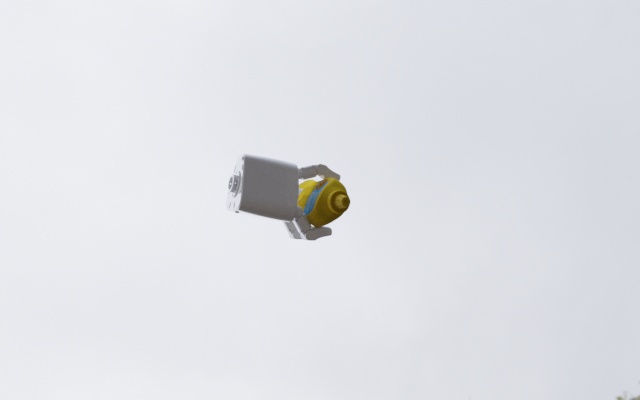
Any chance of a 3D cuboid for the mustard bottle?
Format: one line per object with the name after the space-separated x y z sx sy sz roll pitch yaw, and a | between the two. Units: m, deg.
0.000 0.003 0.900 0.058 0.096 0.191 37 -17 -21 | mustard bottle
